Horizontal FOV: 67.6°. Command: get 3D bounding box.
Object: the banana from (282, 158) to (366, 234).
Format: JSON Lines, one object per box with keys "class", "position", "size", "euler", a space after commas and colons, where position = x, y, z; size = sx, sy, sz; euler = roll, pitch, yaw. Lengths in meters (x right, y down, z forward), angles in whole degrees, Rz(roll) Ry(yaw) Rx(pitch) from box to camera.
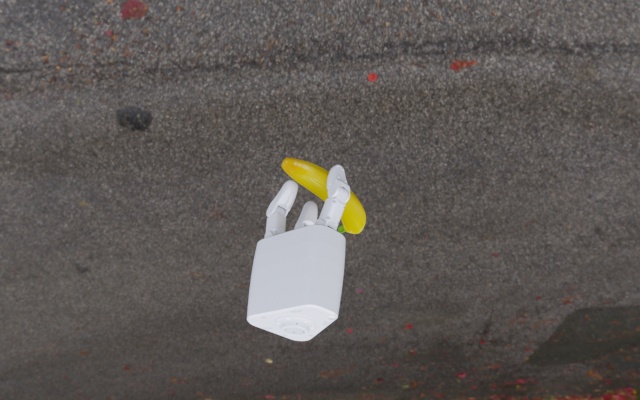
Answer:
{"class": "banana", "position": [0.018, 0.001, 0.676], "size": [0.069, 0.037, 0.198], "euler": [-9, -37, 24]}
